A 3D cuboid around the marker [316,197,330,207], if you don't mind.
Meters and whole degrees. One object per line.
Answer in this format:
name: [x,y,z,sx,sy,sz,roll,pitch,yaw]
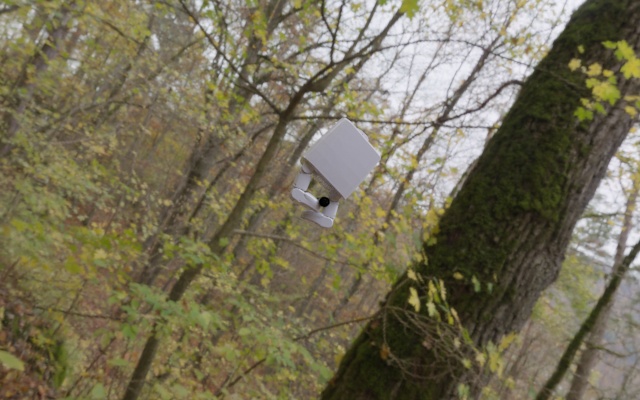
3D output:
marker: [0.000,0.003,0.884,0.020,0.020,0.121,0,-1,-7]
